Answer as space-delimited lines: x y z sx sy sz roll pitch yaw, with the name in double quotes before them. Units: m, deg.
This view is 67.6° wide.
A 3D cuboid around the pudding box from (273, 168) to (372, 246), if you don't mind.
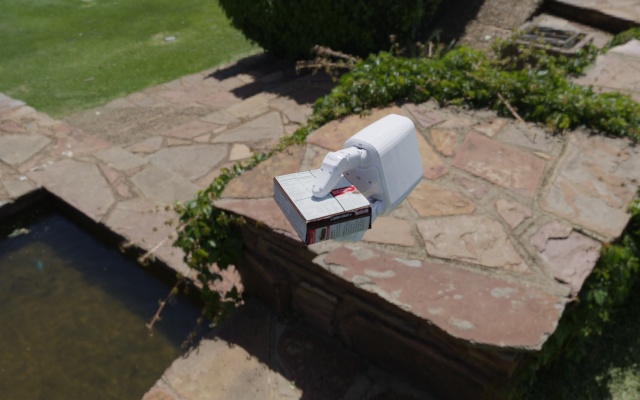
"pudding box" 0.000 0.002 0.599 0.090 0.039 0.113 -14 35 -20
